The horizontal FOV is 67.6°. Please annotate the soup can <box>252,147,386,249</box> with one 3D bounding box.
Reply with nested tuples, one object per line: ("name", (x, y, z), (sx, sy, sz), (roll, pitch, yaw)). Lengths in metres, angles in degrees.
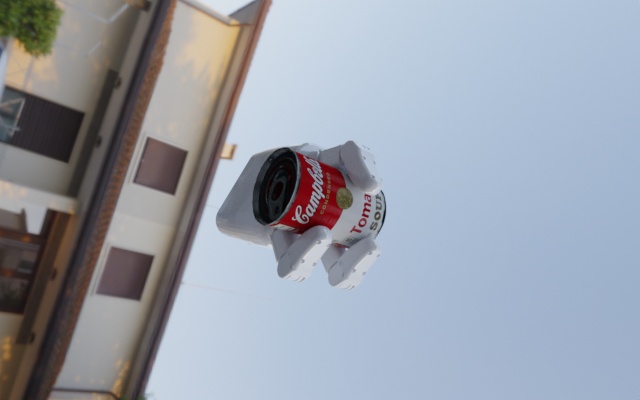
("soup can", (0.001, 0.001, 0.425), (0.102, 0.068, 0.068), (19, -11, -35))
